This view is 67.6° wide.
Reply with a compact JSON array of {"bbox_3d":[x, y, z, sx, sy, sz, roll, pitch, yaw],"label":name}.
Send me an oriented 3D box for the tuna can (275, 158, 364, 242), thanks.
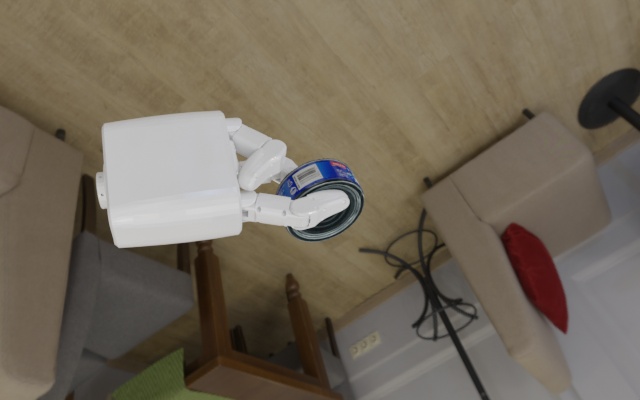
[{"bbox_3d":[0.000,0.002,0.477,0.086,0.086,0.033,0,42,-28],"label":"tuna can"}]
